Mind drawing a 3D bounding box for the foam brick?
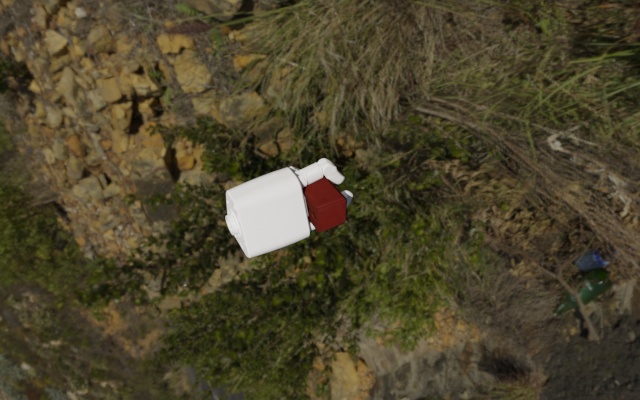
[{"bbox_3d":[0.000,0.003,0.758,0.051,0.053,0.078,-21,45,-21],"label":"foam brick"}]
